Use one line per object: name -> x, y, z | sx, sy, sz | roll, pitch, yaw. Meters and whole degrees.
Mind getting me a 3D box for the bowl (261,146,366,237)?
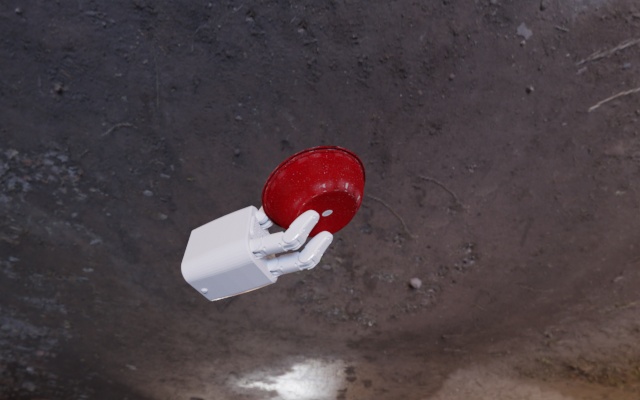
bowl -> 0.001, 0.002, 0.683 | 0.162, 0.162, 0.055 | 0, 41, -26
